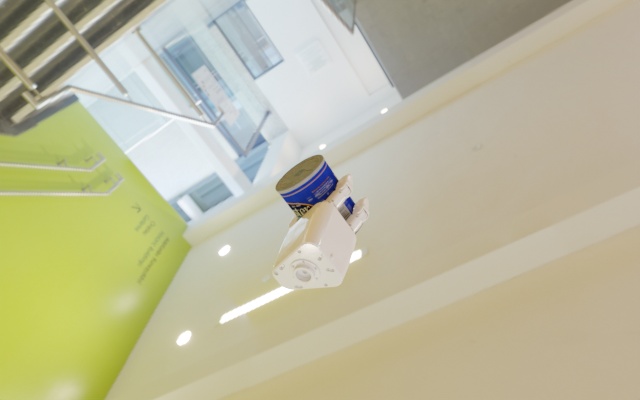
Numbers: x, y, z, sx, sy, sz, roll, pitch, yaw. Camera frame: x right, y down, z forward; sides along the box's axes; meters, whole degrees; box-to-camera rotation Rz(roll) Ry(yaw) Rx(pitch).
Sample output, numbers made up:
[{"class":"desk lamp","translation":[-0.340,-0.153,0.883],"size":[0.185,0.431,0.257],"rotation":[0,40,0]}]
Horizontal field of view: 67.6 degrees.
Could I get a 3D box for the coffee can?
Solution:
[{"class":"coffee can","translation":[0.000,0.003,0.865],"size":[0.103,0.140,0.102],"rotation":[-31,21,13]}]
